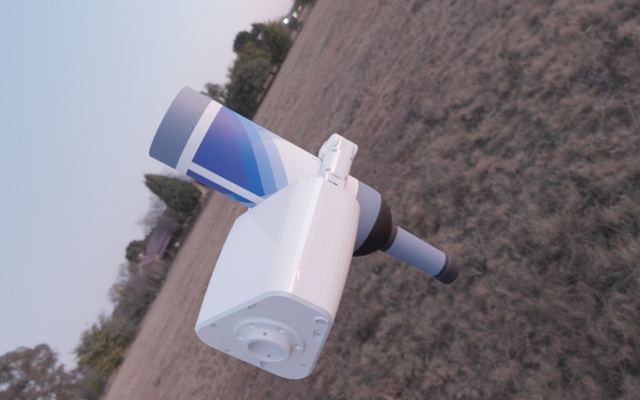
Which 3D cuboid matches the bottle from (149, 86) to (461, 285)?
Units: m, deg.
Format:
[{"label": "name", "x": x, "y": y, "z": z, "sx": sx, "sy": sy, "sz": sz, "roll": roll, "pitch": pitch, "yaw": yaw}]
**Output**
[{"label": "bottle", "x": 0.000, "y": 0.001, "z": 0.428, "sx": 0.296, "sy": 0.069, "sz": 0.069, "roll": 28, "pitch": -7, "yaw": -13}]
